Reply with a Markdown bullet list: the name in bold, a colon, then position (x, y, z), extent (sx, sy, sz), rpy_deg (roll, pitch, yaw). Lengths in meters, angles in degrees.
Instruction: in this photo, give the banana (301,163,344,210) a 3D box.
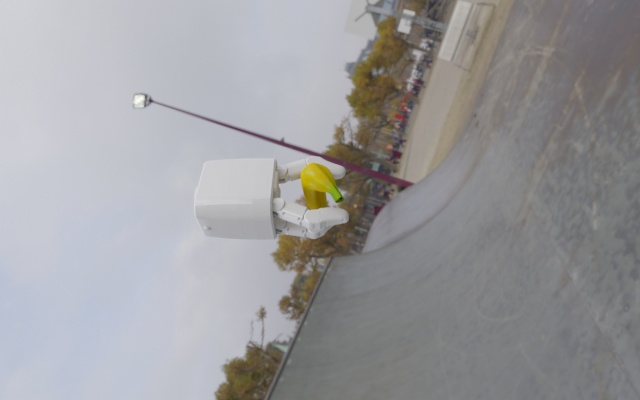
- **banana**: position (-0.005, -0.016, 0.685), extent (0.037, 0.069, 0.198), rpy_deg (-18, -4, -7)
